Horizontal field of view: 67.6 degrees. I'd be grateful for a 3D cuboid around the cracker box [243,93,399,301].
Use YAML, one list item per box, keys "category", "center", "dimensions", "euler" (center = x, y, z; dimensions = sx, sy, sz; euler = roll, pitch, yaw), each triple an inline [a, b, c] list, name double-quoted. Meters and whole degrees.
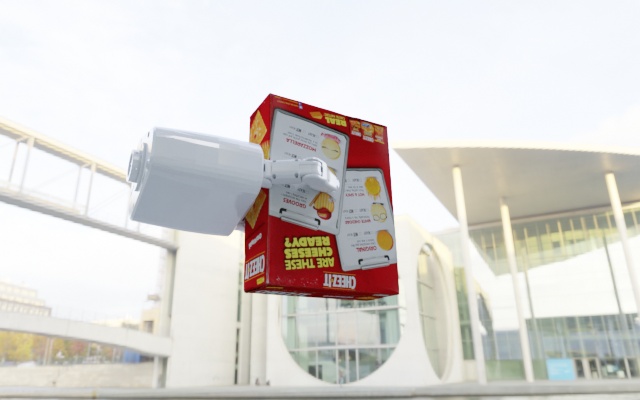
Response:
- category: "cracker box"
  center: [0.000, 0.002, 0.550]
  dimensions: [0.164, 0.213, 0.072]
  euler: [10, -22, -28]
